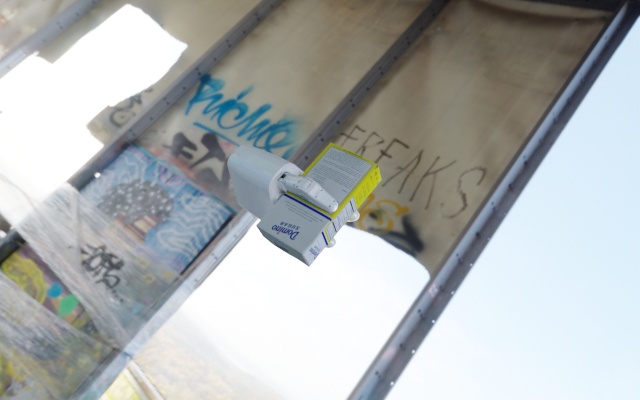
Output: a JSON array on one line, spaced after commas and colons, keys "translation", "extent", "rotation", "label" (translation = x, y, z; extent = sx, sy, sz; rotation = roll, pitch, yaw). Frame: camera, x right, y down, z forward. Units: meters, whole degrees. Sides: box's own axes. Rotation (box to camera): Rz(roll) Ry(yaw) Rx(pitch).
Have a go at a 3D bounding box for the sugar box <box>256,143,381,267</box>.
[{"translation": [0.000, 0.002, 0.691], "extent": [0.093, 0.176, 0.048], "rotation": [29, -21, 32], "label": "sugar box"}]
